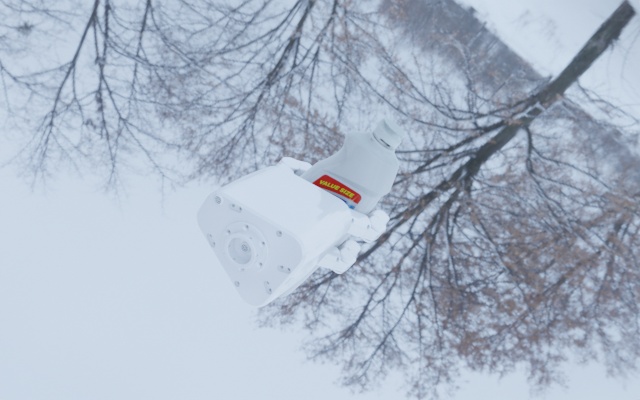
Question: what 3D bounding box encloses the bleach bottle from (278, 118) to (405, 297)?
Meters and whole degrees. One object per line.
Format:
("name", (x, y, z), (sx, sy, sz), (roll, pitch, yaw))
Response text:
("bleach bottle", (0.000, 0.002, 0.559), (0.251, 0.102, 0.068), (-50, -9, 27))
